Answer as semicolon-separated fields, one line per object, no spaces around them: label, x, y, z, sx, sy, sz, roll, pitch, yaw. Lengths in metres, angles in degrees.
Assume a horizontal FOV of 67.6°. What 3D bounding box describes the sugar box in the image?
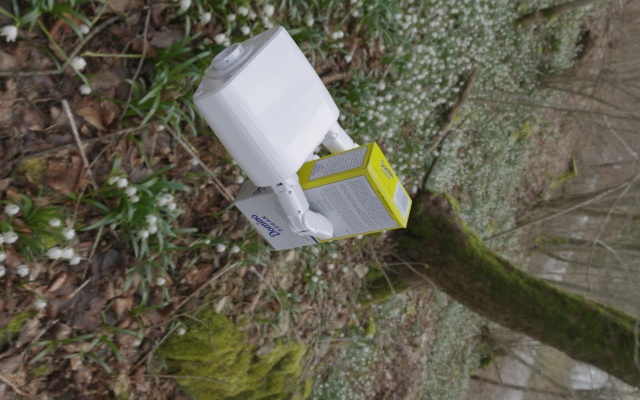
sugar box;0.000;0.001;0.528;0.176;0.048;0.093;-11;-49;34
